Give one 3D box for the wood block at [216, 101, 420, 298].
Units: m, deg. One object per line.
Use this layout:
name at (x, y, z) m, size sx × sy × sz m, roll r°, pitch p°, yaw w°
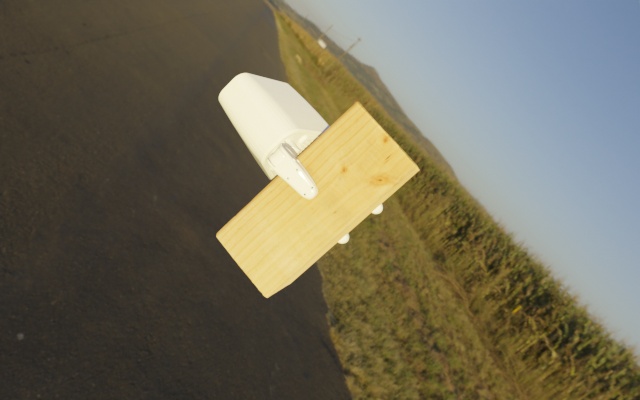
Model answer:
wood block at (0.000, 0.001, 0.526) m, size 0.206 × 0.090 × 0.091 m, roll -42°, pitch -9°, yaw 11°
